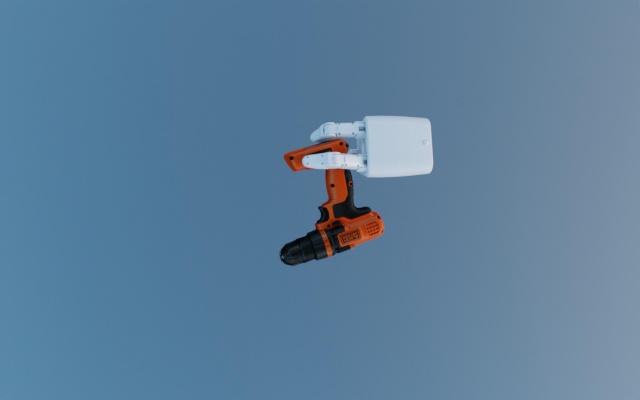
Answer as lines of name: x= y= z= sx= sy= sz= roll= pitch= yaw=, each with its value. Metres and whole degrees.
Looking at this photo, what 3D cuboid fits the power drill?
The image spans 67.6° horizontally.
power drill: x=0.000 y=0.002 z=0.793 sx=0.184 sy=0.188 sz=0.057 roll=-19 pitch=13 yaw=-12
